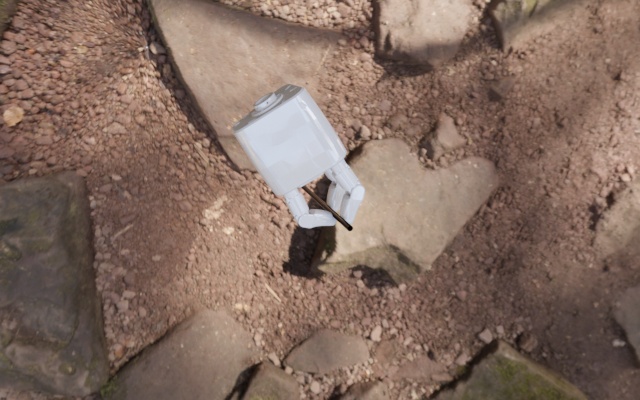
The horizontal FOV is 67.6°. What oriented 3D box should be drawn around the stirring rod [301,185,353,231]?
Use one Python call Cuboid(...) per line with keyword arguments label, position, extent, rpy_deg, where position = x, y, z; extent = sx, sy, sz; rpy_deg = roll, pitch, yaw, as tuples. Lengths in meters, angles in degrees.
Cuboid(label="stirring rod", position=(0.000, 0.002, 0.739), extent=(0.011, 0.011, 0.239), rpy_deg=(0, 17, -20))
